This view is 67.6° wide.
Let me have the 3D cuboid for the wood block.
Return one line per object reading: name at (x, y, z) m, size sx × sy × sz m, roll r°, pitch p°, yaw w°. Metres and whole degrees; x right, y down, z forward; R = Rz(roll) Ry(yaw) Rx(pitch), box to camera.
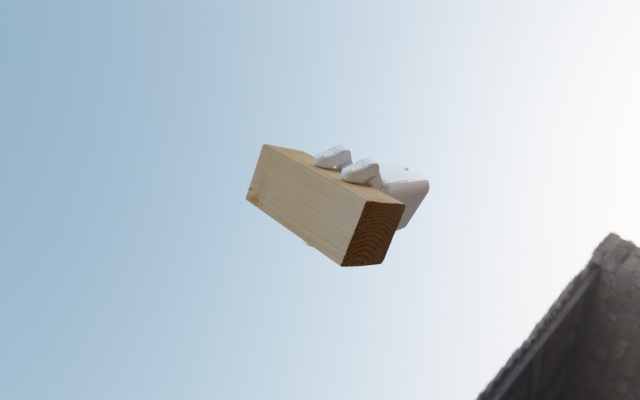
wood block at (0.000, 0.002, 0.661) m, size 0.090 × 0.091 × 0.206 m, roll 4°, pitch 20°, yaw -47°
